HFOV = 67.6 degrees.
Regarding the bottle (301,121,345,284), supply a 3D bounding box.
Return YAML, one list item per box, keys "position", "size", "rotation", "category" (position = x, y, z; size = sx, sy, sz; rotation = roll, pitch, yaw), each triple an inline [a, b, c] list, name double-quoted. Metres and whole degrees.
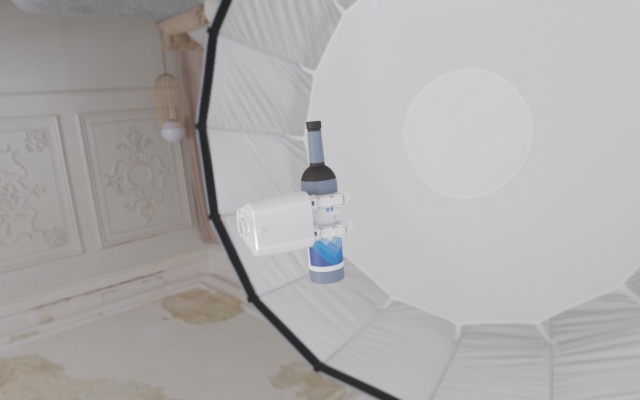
- position: [0.000, 0.003, 0.878]
  size: [0.069, 0.296, 0.069]
  rotation: [-5, 11, 1]
  category: "bottle"
